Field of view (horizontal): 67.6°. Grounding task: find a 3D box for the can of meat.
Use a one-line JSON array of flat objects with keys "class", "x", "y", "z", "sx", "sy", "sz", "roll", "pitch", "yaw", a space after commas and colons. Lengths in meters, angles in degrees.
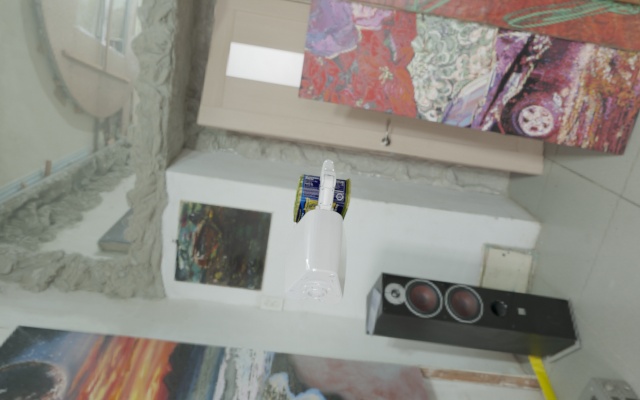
[{"class": "can of meat", "x": 0.000, "y": 0.002, "z": 0.803, "sx": 0.084, "sy": 0.057, "sz": 0.102, "roll": 8, "pitch": -34, "yaw": -6}]
